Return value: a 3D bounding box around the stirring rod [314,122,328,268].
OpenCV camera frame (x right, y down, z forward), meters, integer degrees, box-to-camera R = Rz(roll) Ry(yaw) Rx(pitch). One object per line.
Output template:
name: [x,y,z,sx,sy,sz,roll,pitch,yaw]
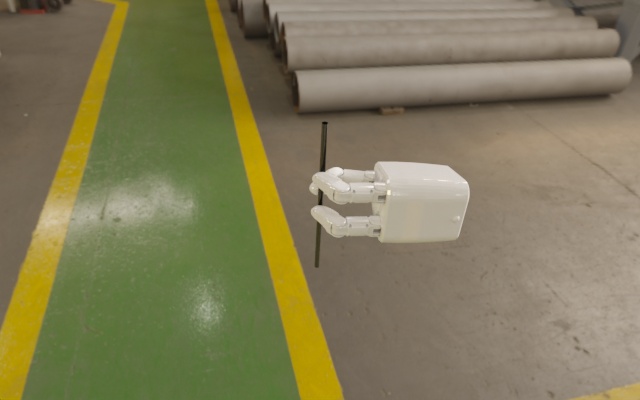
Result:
stirring rod: [0.000,0.002,0.660,0.011,0.240,0.011,2,35,-2]
